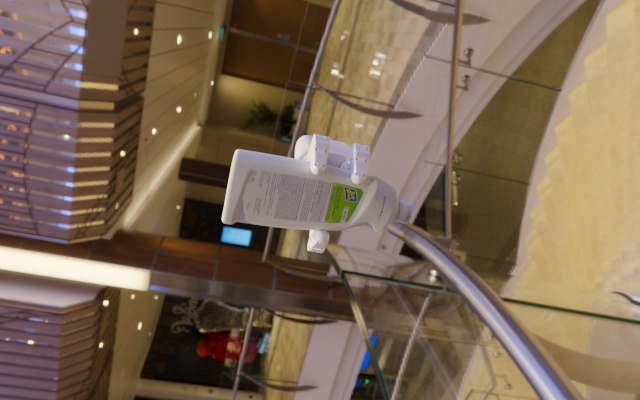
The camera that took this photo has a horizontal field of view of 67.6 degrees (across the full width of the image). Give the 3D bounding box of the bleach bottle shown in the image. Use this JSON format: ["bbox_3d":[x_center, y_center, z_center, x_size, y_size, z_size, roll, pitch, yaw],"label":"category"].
[{"bbox_3d":[0.000,0.002,0.651,0.251,0.102,0.068,11,19,-9],"label":"bleach bottle"}]
